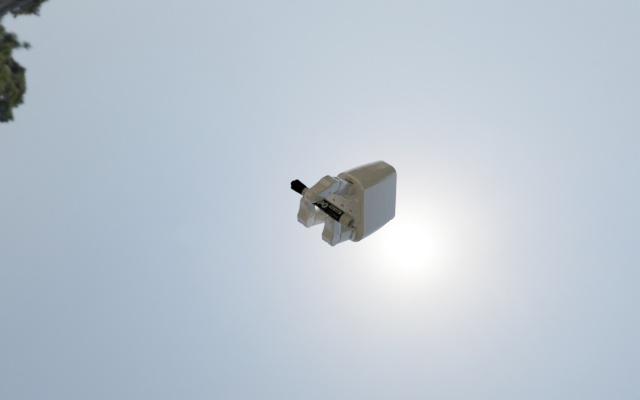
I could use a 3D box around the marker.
[{"bbox_3d":[0.000,0.002,0.707,0.121,0.020,0.020,35,18,29],"label":"marker"}]
